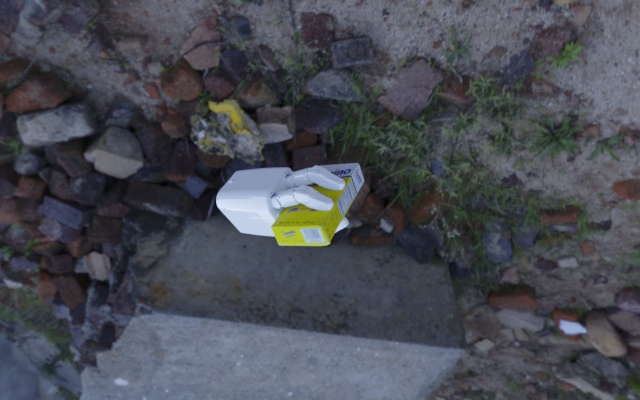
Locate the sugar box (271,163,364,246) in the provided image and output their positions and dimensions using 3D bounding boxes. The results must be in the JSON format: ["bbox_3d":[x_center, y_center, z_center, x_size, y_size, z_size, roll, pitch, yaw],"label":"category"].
[{"bbox_3d":[0.000,0.002,0.788,0.093,0.048,0.176,-2,37,28],"label":"sugar box"}]
